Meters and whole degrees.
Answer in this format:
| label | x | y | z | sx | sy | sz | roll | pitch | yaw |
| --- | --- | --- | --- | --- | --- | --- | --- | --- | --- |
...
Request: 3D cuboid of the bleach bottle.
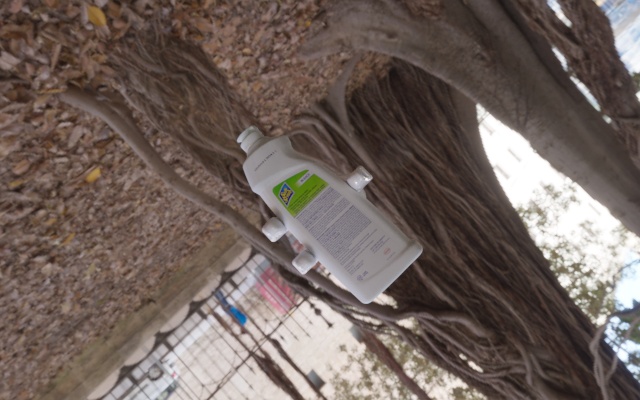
| label | x | y | z | sx | sy | sz | roll | pitch | yaw |
| --- | --- | --- | --- | --- | --- | --- | --- | --- | --- |
| bleach bottle | 0.000 | 0.002 | 0.581 | 0.102 | 0.251 | 0.068 | -43 | -4 | -6 |
